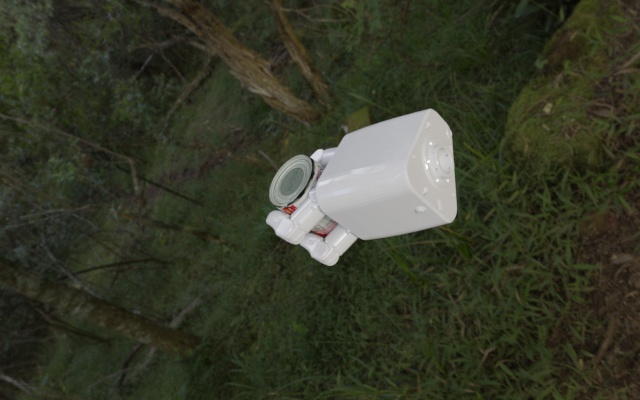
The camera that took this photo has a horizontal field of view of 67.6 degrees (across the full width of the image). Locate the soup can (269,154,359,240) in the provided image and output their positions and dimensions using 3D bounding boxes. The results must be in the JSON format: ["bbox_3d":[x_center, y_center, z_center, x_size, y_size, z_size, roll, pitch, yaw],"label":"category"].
[{"bbox_3d":[0.000,0.002,0.547,0.068,0.068,0.102,0,-28,48],"label":"soup can"}]
